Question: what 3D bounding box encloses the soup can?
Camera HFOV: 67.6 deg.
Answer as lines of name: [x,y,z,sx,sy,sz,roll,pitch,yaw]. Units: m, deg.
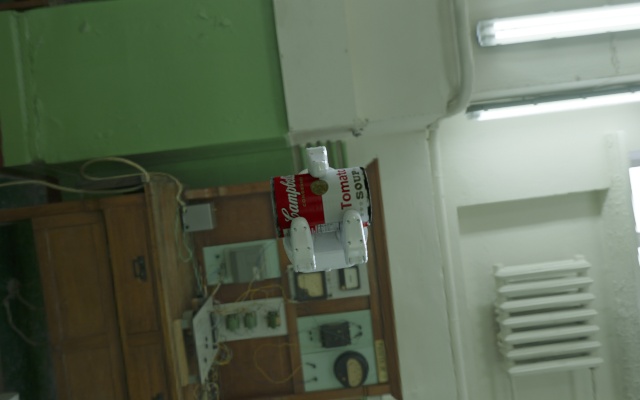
soup can: [0.000,0.001,0.523,0.102,0.068,0.068,-7,0,-2]
